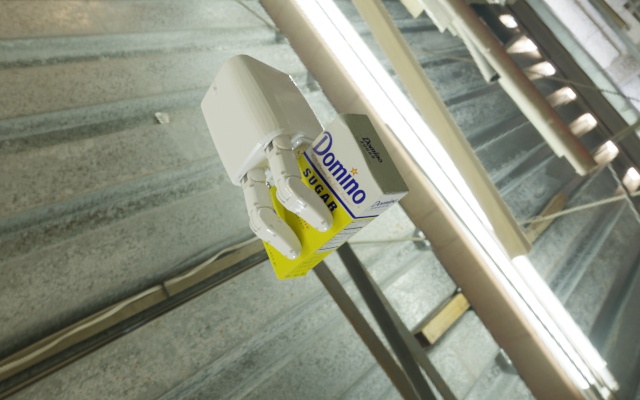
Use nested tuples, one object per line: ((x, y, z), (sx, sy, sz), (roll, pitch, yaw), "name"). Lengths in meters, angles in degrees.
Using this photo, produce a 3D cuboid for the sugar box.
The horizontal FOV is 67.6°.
((0.000, 0.002, 0.488), (0.048, 0.093, 0.176), (-6, -29, -42), "sugar box")
